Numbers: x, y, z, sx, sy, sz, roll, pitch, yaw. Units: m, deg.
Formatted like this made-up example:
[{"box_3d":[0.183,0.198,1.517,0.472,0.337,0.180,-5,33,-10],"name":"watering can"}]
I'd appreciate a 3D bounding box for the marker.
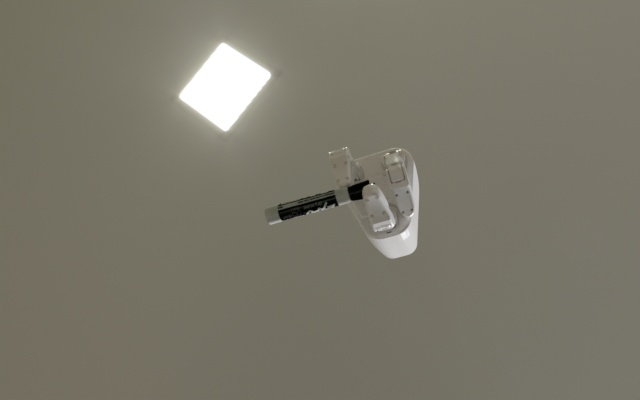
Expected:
[{"box_3d":[0.000,0.002,0.503,0.121,0.020,0.020,-15,-3,12],"name":"marker"}]
